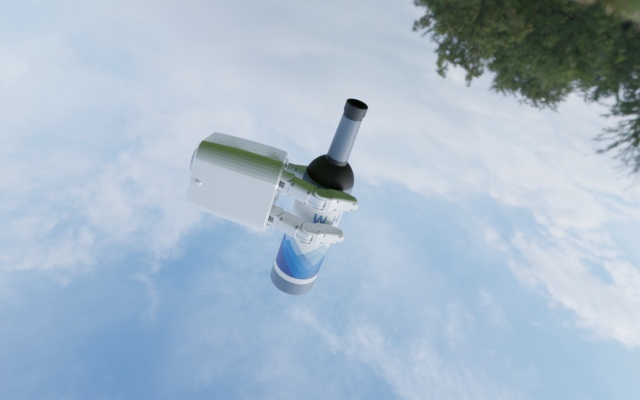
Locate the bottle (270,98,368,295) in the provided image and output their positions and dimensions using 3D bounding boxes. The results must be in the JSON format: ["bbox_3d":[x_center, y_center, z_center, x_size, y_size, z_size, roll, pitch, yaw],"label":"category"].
[{"bbox_3d":[0.000,0.002,0.640,0.069,0.296,0.069,14,33,-10],"label":"bottle"}]
